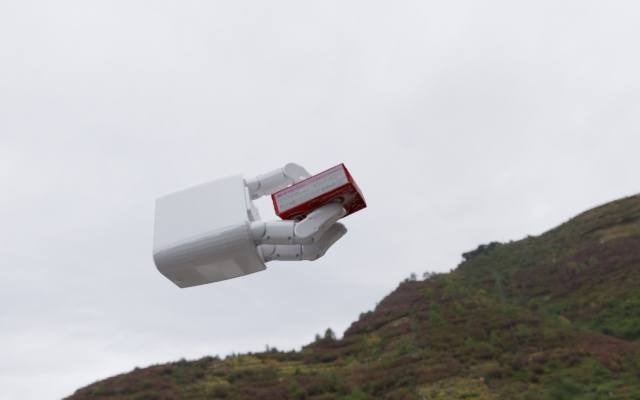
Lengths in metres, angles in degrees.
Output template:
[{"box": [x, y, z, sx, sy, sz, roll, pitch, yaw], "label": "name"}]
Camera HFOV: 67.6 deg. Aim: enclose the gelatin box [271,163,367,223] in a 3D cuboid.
[{"box": [0.000, 0.001, 0.531, 0.089, 0.030, 0.073, -24, -28, 9], "label": "gelatin box"}]
